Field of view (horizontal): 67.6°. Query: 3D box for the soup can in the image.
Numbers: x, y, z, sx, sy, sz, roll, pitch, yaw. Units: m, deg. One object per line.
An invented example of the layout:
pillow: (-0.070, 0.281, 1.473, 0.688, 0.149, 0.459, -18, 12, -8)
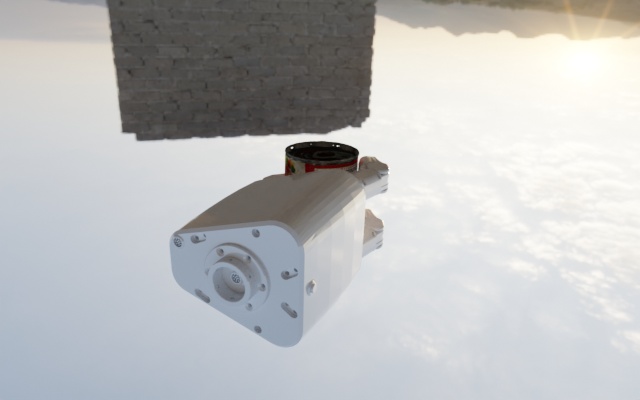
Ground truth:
soup can: (0.000, 0.002, 0.451, 0.068, 0.102, 0.068, 2, 21, -1)
